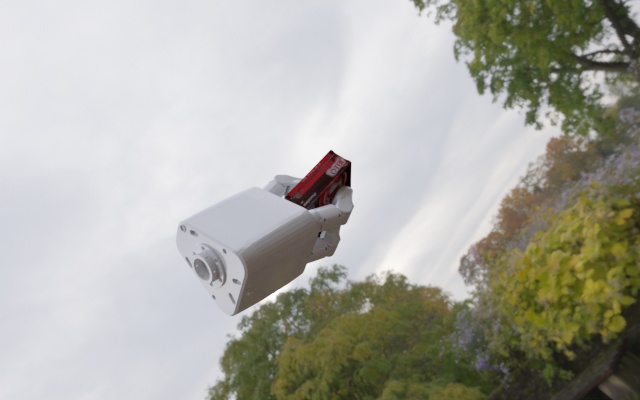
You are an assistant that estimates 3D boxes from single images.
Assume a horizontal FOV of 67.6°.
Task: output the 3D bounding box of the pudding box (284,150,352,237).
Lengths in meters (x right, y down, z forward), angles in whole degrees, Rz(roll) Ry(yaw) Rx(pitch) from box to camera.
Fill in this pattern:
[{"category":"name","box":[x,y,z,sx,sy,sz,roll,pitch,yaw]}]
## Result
[{"category":"pudding box","box":[0.000,0.002,0.612,0.039,0.090,0.114,36,-22,19]}]
